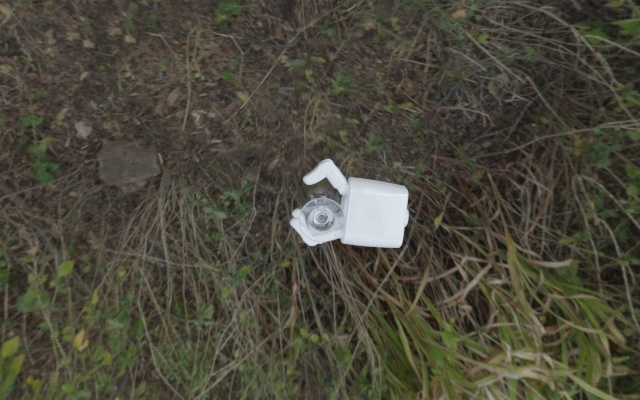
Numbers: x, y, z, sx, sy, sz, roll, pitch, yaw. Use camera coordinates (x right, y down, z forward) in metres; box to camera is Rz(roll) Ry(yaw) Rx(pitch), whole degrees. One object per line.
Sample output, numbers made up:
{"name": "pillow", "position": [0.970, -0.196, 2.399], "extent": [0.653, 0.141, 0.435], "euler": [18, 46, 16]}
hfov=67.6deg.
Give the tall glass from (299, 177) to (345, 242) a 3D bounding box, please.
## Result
{"name": "tall glass", "position": [0.000, 0.003, 0.852], "extent": [0.079, 0.079, 0.201], "euler": [0, 17, -2]}
